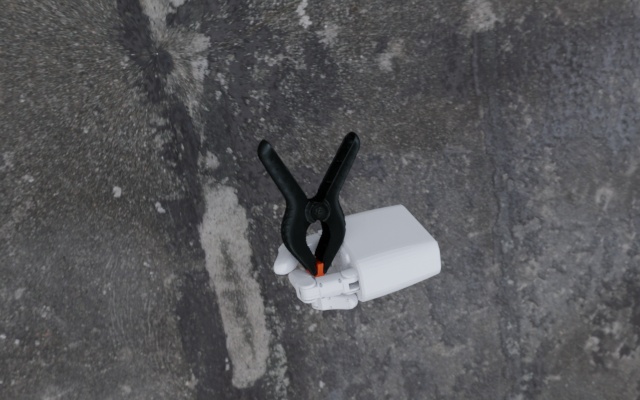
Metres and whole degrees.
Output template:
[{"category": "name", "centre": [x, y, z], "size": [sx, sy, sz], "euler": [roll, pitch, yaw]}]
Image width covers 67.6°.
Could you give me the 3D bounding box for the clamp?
[{"category": "clamp", "centre": [0.000, 0.002, 0.547], "size": [0.120, 0.171, 0.039], "euler": [-15, 21, -15]}]
